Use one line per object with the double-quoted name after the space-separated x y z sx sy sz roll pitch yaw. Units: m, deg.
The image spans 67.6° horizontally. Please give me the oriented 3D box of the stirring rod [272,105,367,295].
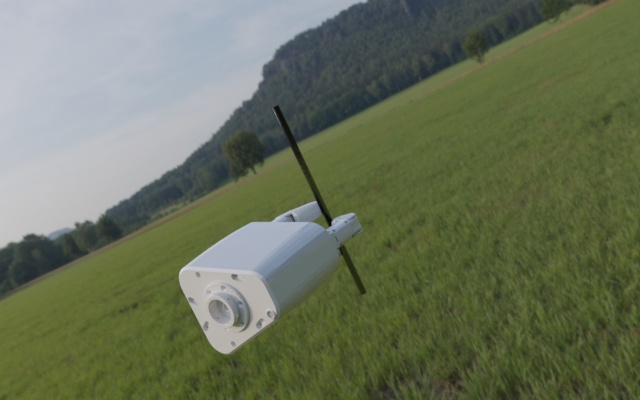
0.000 0.002 0.554 0.011 0.239 0.011 -25 6 3 "stirring rod"
